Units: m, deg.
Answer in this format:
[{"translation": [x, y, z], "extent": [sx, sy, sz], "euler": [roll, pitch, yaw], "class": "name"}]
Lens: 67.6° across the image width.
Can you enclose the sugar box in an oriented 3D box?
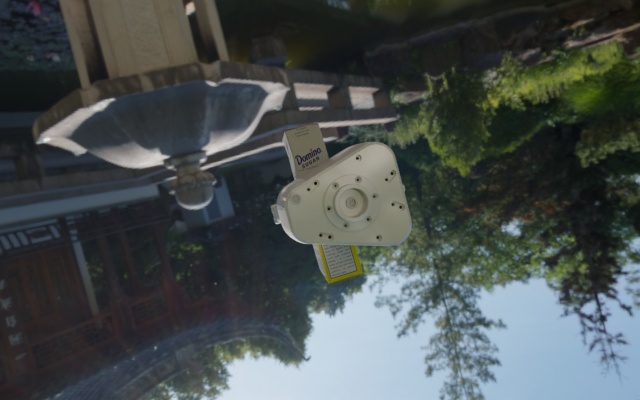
[{"translation": [0.001, 0.002, 0.562], "extent": [0.048, 0.176, 0.093], "euler": [-14, 3, -6], "class": "sugar box"}]
